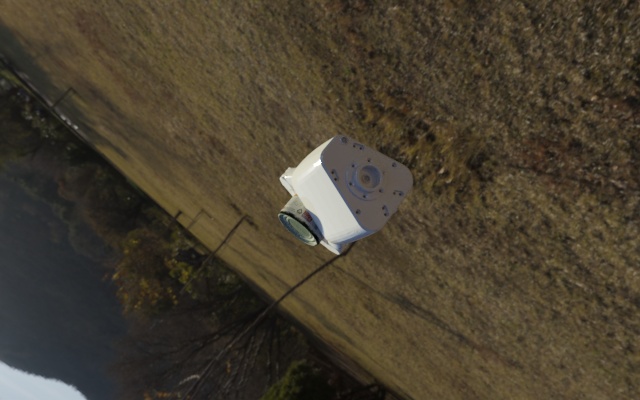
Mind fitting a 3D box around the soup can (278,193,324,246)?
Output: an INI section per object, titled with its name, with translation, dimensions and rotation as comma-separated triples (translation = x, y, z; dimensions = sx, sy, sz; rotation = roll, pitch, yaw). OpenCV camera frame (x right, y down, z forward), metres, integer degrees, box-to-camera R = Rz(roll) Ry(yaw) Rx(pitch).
[soup can]
translation = 0.000, 0.002, 0.643
dimensions = 0.068, 0.102, 0.068
rotation = 34, -21, 15
